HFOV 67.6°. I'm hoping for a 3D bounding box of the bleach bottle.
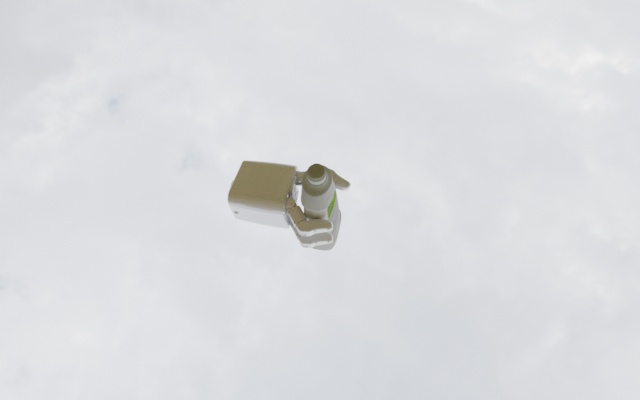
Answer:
[{"bbox_3d":[0.000,0.003,0.869,0.068,0.102,0.251,8,-26,7],"label":"bleach bottle"}]
